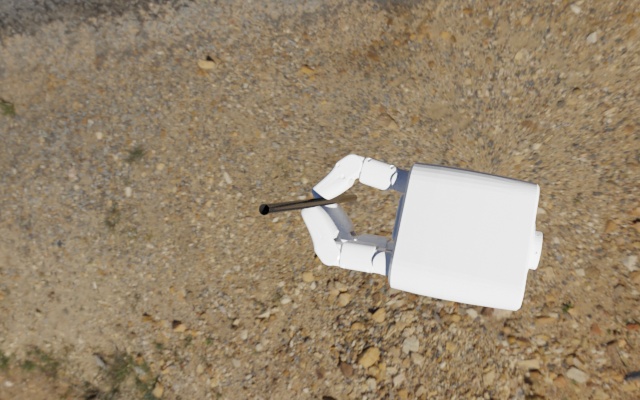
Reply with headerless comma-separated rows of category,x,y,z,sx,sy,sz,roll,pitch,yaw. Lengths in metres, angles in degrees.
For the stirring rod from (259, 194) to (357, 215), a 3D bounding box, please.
stirring rod,0.000,0.001,0.446,0.011,0.011,0.239,0,2,19
